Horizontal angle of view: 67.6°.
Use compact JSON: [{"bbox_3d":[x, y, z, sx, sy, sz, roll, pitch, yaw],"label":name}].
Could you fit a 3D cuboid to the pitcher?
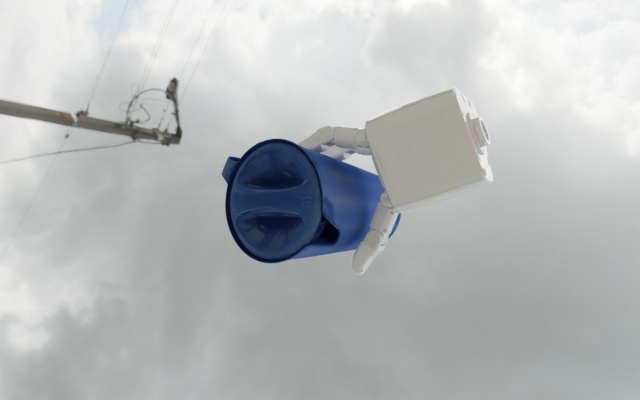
[{"bbox_3d":[0.000,0.002,0.608,0.145,0.149,0.243,-22,-15,29],"label":"pitcher"}]
